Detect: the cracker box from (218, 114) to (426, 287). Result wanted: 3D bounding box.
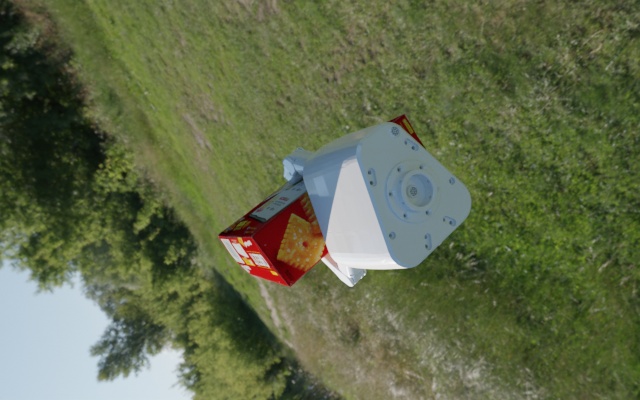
[{"bbox_3d":[0.000,0.002,0.550,0.213,0.072,0.164,-39,11,-21],"label":"cracker box"}]
